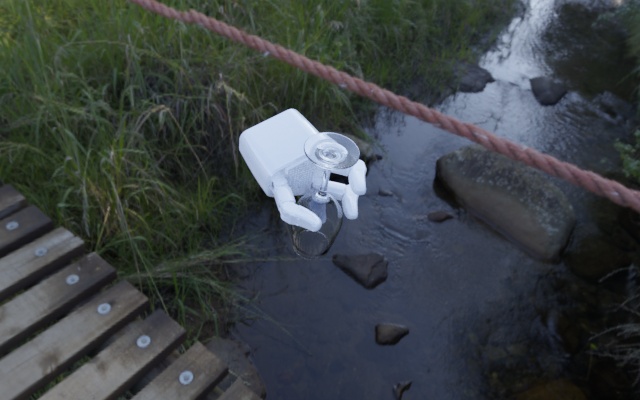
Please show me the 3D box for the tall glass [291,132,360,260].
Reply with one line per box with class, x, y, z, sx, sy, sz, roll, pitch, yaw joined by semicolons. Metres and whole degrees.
tall glass;0.000;0.002;0.692;0.079;0.079;0.201;0;-43;-12
